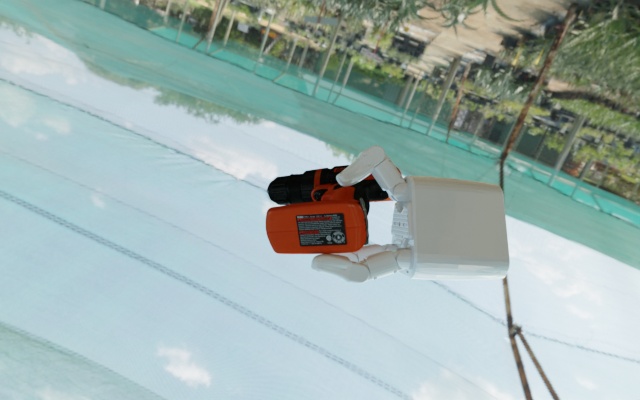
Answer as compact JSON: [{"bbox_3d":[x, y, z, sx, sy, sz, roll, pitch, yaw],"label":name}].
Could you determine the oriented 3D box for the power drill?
[{"bbox_3d":[0.000,0.002,0.572,0.184,0.057,0.187,-5,18,16],"label":"power drill"}]
